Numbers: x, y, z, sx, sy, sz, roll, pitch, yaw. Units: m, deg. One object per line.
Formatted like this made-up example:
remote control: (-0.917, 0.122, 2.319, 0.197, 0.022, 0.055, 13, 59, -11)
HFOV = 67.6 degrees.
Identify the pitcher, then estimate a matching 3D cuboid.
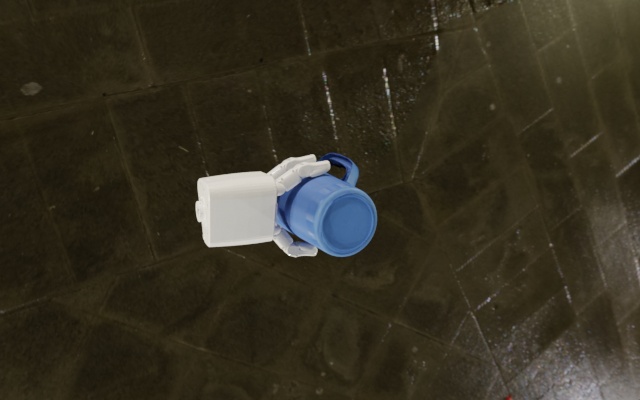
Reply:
pitcher: (0.000, 0.003, 0.816, 0.145, 0.149, 0.242, -4, 13, -23)
